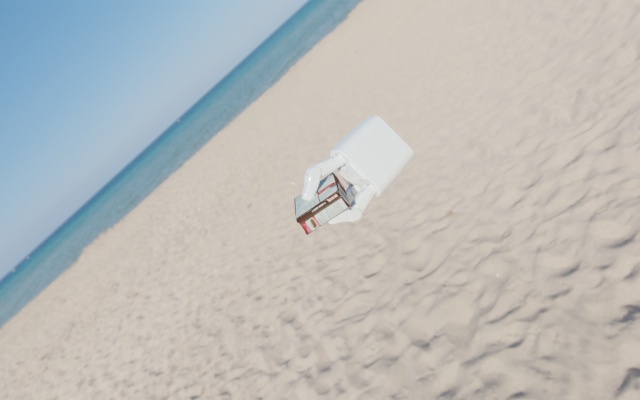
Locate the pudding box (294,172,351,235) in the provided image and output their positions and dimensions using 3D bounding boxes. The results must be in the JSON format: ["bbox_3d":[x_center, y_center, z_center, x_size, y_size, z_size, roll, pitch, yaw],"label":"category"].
[{"bbox_3d":[0.000,0.003,0.831,0.090,0.039,0.113,-35,17,8],"label":"pudding box"}]
